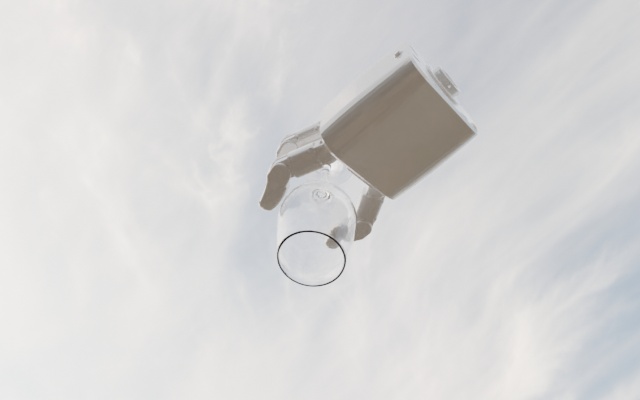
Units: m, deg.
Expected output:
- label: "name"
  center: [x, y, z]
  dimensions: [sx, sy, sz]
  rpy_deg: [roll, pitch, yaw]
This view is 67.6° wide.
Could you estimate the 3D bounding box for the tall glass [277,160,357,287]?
- label: "tall glass"
  center: [0.000, 0.001, 0.502]
  dimensions: [0.079, 0.079, 0.201]
  rpy_deg: [0, 31, 6]
